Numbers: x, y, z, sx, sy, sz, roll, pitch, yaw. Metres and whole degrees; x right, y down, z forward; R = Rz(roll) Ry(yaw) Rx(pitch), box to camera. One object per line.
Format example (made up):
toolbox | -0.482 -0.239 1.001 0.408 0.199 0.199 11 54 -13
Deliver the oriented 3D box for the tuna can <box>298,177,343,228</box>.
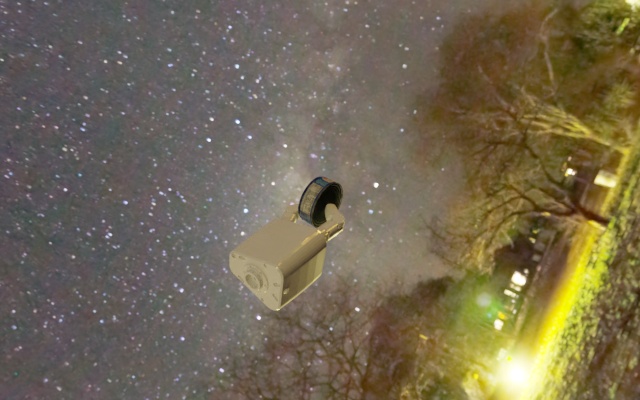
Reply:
tuna can | 0.000 0.002 0.823 0.033 0.086 0.086 27 14 28
